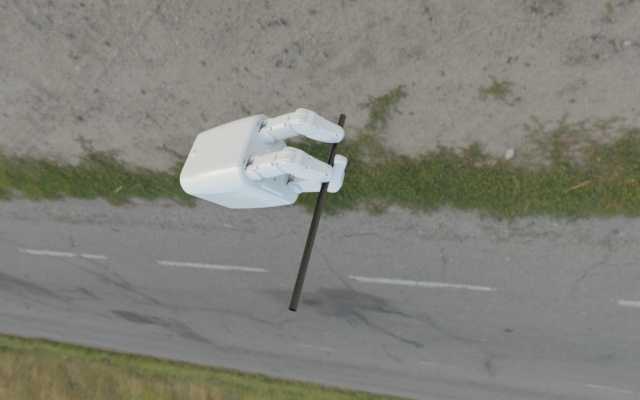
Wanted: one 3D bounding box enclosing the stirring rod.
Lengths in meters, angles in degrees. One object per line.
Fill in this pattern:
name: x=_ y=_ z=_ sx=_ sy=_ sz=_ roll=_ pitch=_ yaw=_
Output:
stirring rod: x=0.000 y=0.002 z=0.509 sx=0.011 sy=0.239 sz=0.011 roll=11 pitch=-29 yaw=6
